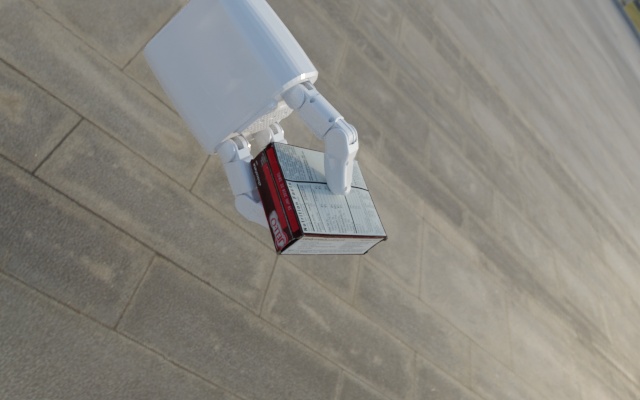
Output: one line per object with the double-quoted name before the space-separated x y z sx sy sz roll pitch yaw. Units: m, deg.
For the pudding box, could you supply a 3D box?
"pudding box" 0.000 0.001 0.422 0.113 0.090 0.039 5 -33 -44
